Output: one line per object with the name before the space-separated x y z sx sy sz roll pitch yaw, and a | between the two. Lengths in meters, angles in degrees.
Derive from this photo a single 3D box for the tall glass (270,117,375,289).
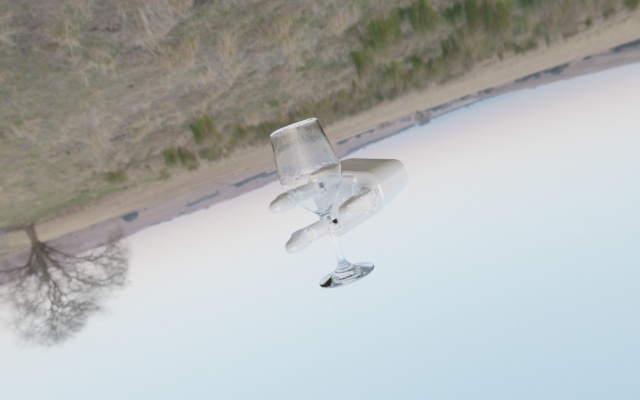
tall glass | 0.000 0.003 0.593 0.079 0.201 0.079 -20 7 2
